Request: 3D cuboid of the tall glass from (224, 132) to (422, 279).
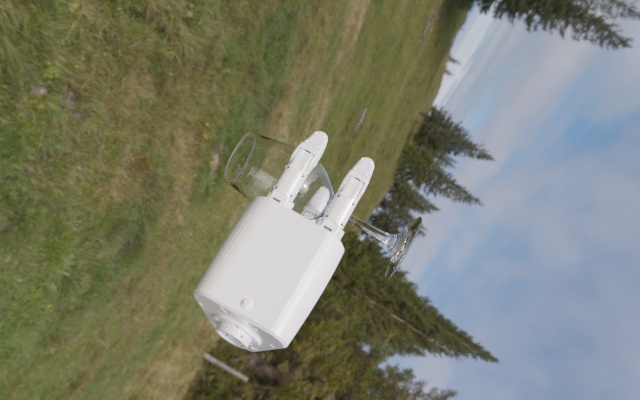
[{"bbox_3d":[0.001,0.002,0.503,0.201,0.079,0.079,29,2,4],"label":"tall glass"}]
